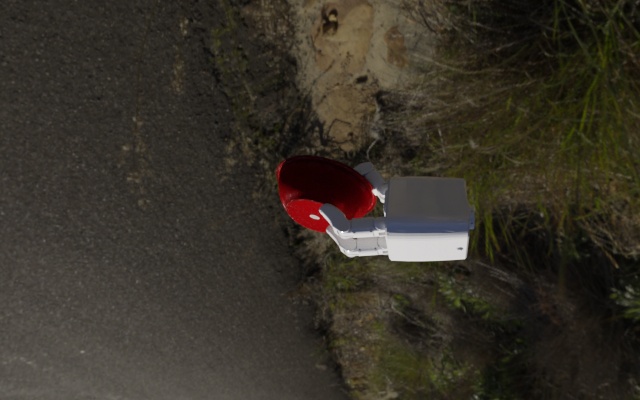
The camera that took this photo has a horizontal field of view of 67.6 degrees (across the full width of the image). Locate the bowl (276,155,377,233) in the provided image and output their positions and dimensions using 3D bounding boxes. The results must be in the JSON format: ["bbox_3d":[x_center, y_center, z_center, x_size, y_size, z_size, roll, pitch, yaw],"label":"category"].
[{"bbox_3d":[-0.001,0.003,0.721,0.162,0.055,0.162,15,-29,9],"label":"bowl"}]
